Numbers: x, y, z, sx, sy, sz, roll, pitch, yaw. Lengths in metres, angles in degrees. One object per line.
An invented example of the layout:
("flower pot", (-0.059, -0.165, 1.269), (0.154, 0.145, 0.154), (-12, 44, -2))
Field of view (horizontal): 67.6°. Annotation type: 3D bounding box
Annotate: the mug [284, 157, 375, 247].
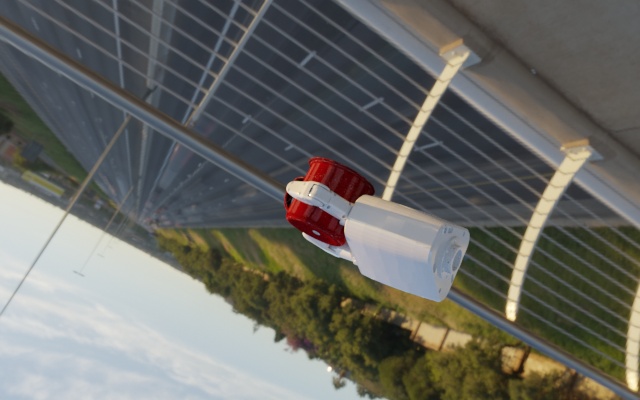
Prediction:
("mug", (-0.001, 0.002, 0.604), (0.117, 0.081, 0.093), (17, -17, 36))
